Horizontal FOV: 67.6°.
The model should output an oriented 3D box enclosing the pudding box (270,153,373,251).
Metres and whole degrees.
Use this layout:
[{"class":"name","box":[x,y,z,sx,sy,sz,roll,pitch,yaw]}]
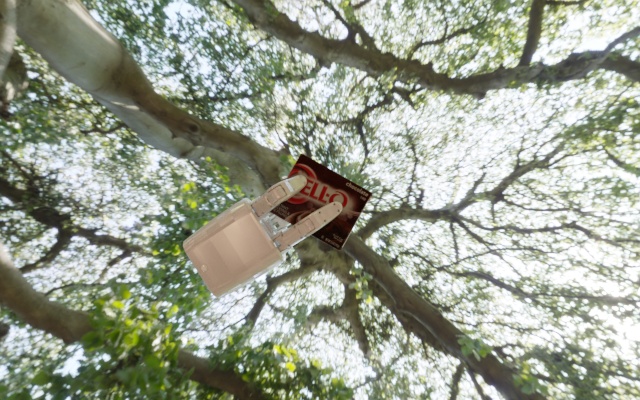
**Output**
[{"class":"pudding box","box":[0.000,0.002,0.649,0.113,0.090,0.039,29,0,1]}]
